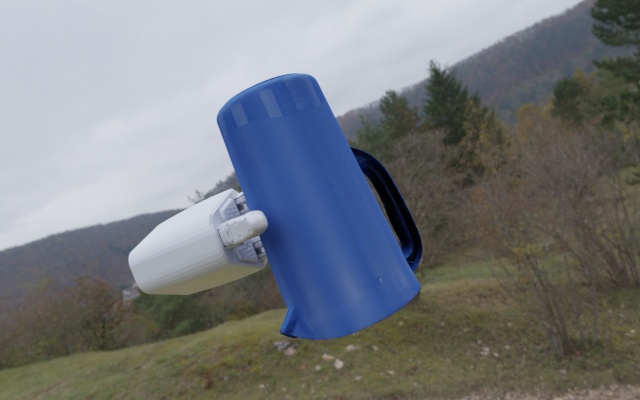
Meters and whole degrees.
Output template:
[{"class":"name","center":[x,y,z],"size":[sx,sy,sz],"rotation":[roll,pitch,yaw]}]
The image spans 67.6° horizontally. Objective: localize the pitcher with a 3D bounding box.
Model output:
[{"class":"pitcher","center":[0.000,0.002,0.481],"size":[0.145,0.243,0.149],"rotation":[-23,1,15]}]
